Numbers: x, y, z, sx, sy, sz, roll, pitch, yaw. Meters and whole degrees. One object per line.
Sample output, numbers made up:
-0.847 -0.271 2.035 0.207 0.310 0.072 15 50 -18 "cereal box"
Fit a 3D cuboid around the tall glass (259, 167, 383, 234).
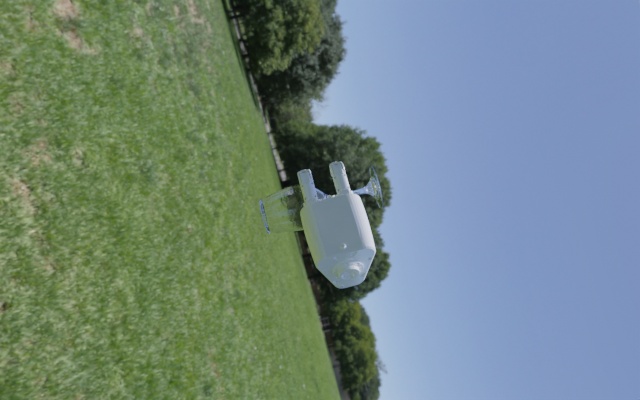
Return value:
0.001 0.002 0.816 0.201 0.079 0.079 -14 0 -2 "tall glass"
